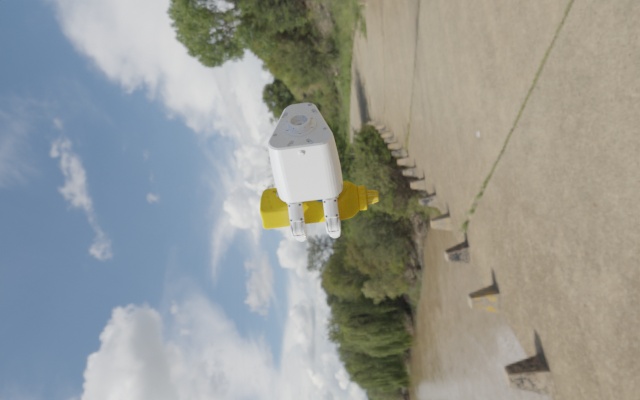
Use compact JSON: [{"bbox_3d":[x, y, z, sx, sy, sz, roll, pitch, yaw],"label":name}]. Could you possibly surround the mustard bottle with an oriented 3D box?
[{"bbox_3d":[0.000,0.003,0.790,0.191,0.058,0.096,-7,21,4],"label":"mustard bottle"}]
